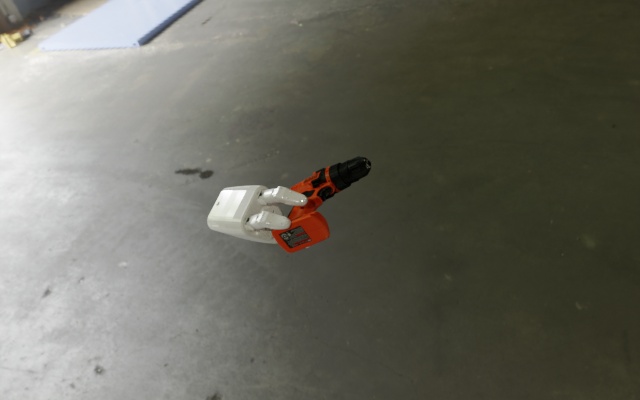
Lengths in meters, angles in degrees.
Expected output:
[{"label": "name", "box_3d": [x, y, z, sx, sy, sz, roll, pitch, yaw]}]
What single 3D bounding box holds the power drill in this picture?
[{"label": "power drill", "box_3d": [0.000, 0.003, 0.864, 0.184, 0.057, 0.187, -26, 22, 32]}]
